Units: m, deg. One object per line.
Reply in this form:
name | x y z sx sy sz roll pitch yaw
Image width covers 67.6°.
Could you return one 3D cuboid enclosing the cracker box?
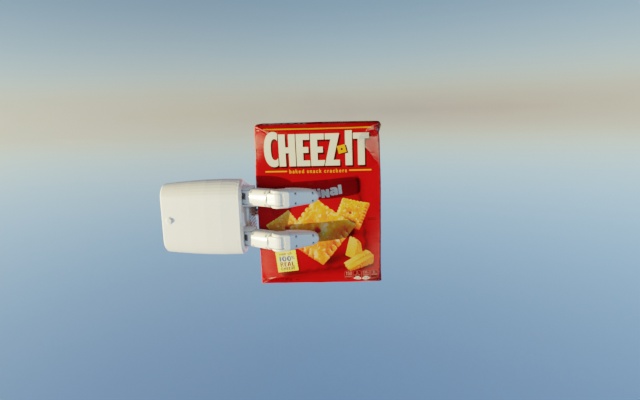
cracker box | 0.000 0.002 0.645 0.164 0.214 0.072 -1 11 4
